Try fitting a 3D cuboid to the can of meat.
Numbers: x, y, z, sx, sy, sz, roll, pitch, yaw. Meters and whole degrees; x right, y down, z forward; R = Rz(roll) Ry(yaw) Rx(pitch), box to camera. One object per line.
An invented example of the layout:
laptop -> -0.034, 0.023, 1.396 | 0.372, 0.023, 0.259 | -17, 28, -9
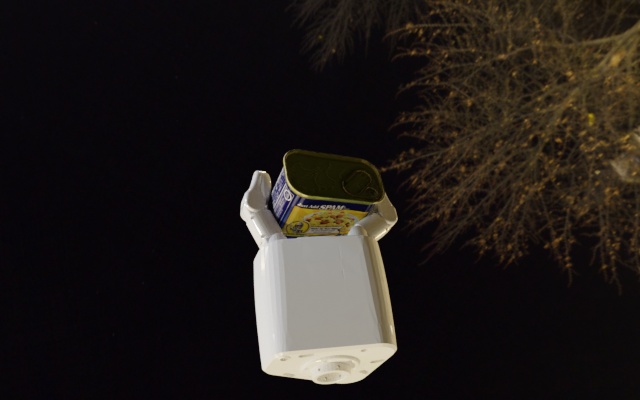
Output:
can of meat -> 0.000, 0.002, 0.483 | 0.102, 0.057, 0.084 | 6, -40, -23
